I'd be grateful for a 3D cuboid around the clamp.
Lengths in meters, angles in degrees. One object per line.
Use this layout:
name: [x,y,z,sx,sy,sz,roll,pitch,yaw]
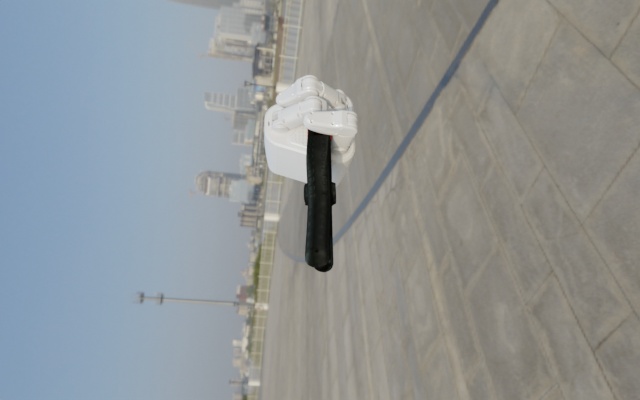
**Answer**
clamp: [-0.001,0.002,0.541,0.039,0.171,0.120,3,-19,-1]
